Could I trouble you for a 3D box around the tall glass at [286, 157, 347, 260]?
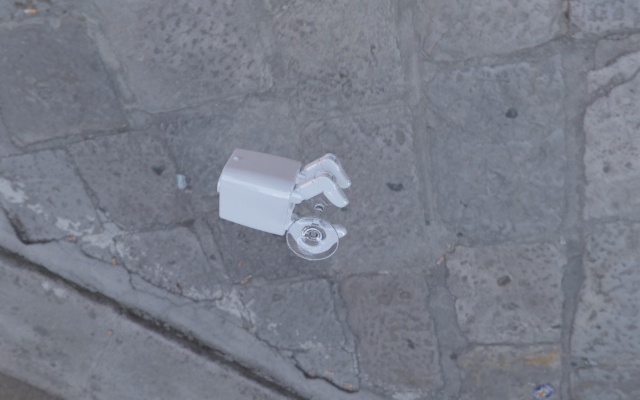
[{"bbox_3d":[0.000,0.003,0.748,0.079,0.079,0.201,0,31,8],"label":"tall glass"}]
